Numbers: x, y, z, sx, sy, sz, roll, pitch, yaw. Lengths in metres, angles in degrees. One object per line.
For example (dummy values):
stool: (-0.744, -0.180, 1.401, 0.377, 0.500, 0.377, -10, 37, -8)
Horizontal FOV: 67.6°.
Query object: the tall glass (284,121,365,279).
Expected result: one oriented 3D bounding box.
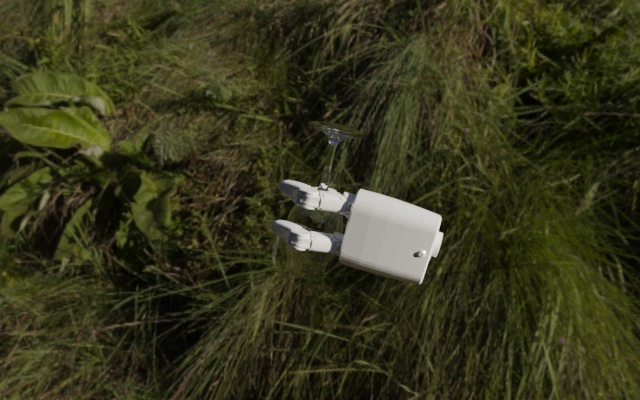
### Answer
tall glass: (0.000, 0.001, 0.633, 0.079, 0.201, 0.079, 12, 18, -4)
